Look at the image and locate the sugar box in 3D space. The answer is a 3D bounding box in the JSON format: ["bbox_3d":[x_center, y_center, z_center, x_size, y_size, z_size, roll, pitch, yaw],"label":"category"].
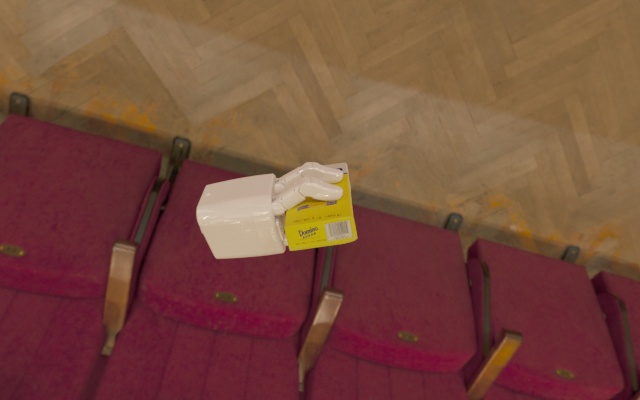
[{"bbox_3d":[0.000,0.002,0.697,0.093,0.048,0.176,-9,30,4],"label":"sugar box"}]
